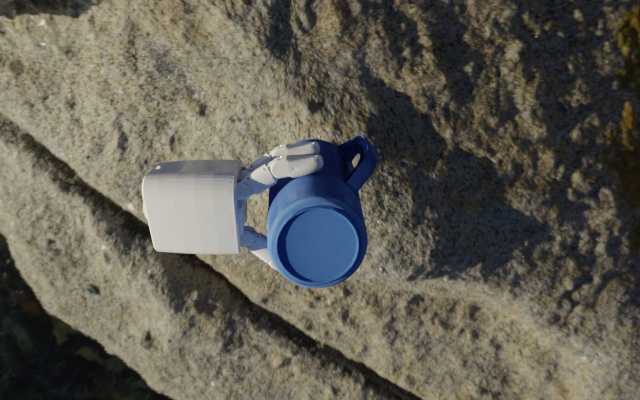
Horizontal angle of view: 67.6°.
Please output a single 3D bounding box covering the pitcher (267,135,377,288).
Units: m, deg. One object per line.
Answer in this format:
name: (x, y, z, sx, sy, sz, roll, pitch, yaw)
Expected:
pitcher: (0.000, 0.002, 0.610, 0.145, 0.149, 0.242, 2, 19, -3)
